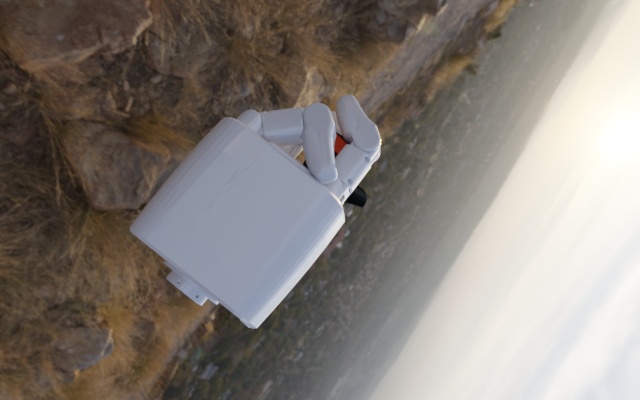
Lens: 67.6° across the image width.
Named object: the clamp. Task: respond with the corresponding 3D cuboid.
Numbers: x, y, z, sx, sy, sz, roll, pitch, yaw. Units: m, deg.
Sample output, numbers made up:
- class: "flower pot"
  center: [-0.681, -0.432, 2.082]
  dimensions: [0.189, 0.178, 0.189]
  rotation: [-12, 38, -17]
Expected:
- class: "clamp"
  center: [0.001, 0.002, 0.445]
  dimensions: [0.039, 0.120, 0.171]
  rotation: [33, -17, 19]
